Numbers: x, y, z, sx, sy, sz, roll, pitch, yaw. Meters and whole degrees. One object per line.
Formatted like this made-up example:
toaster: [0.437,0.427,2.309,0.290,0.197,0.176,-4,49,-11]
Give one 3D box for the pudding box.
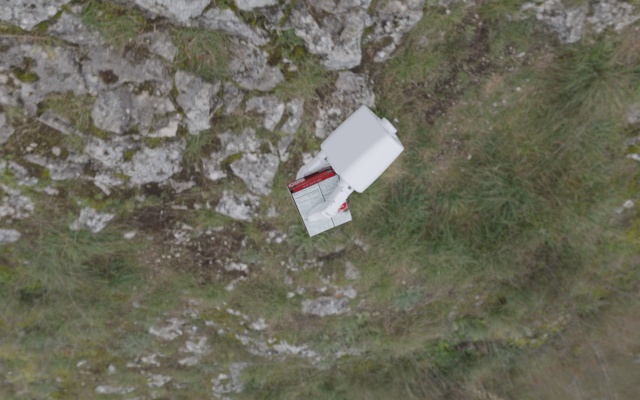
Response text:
pudding box: [0.000,0.003,0.854,0.090,0.114,0.039,-22,36,-2]
